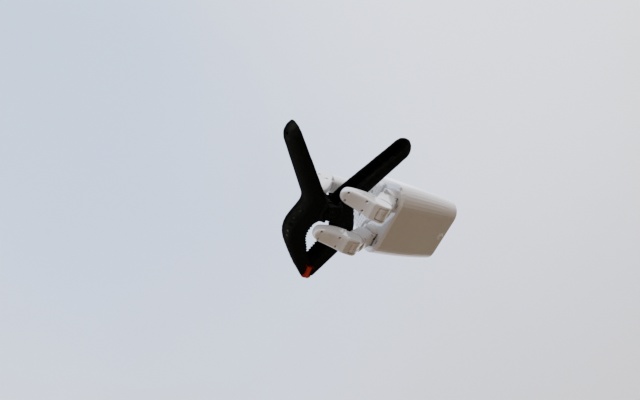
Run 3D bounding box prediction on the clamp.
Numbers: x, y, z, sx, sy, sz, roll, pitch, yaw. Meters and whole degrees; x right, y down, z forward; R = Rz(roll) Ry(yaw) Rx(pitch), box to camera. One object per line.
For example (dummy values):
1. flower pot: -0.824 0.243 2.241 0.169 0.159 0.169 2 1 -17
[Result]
1. clamp: 0.000 0.002 0.570 0.164 0.210 0.036 12 26 -32
